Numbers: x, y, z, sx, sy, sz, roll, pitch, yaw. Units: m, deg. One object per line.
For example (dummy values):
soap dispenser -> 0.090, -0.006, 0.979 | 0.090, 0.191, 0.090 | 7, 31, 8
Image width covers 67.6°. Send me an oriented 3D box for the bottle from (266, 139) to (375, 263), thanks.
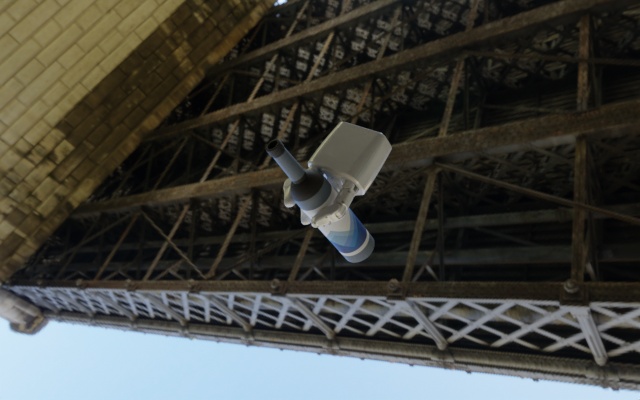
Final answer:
bottle -> 0.000, 0.003, 0.838 | 0.069, 0.069, 0.296 | 0, -38, 40
